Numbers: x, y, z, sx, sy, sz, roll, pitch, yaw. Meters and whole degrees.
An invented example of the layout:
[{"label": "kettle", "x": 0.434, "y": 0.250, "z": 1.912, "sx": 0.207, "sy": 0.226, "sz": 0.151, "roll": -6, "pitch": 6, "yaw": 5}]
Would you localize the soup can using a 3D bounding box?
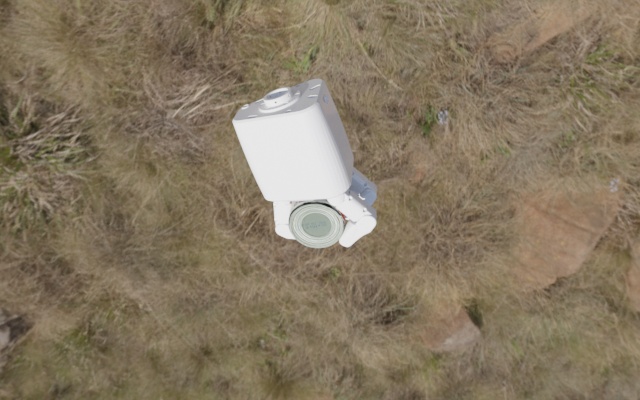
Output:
[{"label": "soup can", "x": 0.000, "y": 0.003, "z": 0.594, "sx": 0.068, "sy": 0.068, "sz": 0.102, "roll": 0, "pitch": 34, "yaw": 7}]
